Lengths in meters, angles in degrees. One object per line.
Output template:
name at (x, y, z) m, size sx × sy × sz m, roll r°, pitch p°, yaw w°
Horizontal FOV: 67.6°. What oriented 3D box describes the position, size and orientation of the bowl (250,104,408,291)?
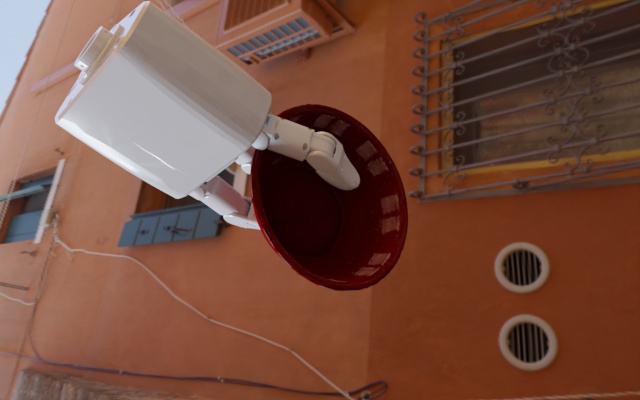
bowl at (0.001, 0.002, 0.416) m, size 0.162 × 0.162 × 0.055 m, roll 0°, pitch -17°, yaw -36°
